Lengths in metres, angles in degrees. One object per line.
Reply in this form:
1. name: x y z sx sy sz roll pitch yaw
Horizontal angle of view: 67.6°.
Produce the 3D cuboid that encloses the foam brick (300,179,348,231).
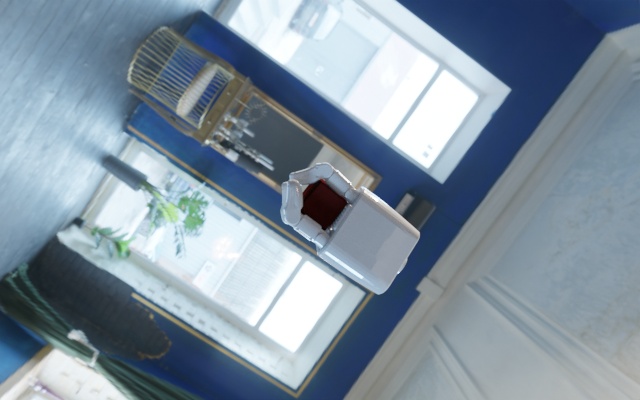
1. foam brick: 0.000 0.002 0.687 0.051 0.053 0.078 38 6 -8
